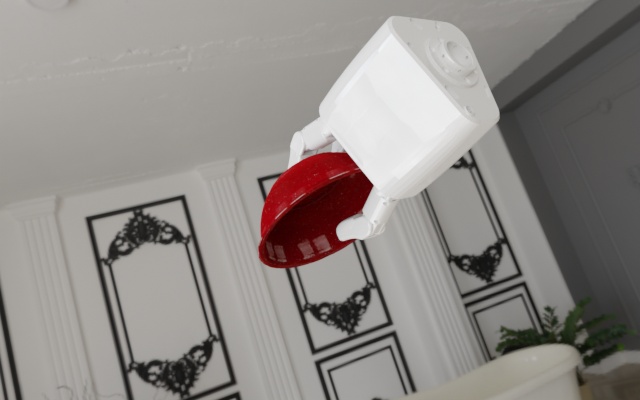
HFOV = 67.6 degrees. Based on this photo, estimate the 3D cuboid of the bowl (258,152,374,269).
[{"bbox_3d":[-0.001,0.002,0.488,0.162,0.055,0.162,-25,-28,-14],"label":"bowl"}]
